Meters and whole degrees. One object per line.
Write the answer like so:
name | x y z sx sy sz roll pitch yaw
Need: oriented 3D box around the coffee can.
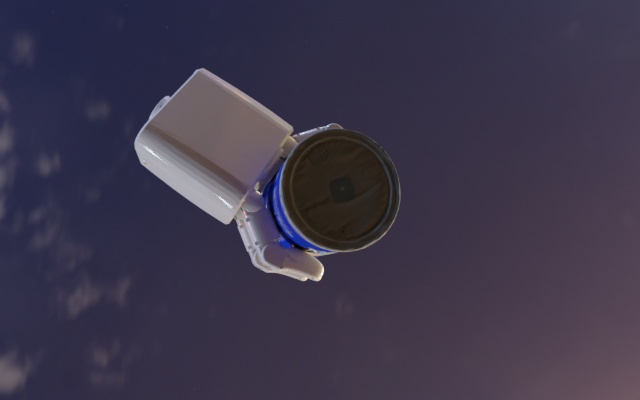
coffee can | 0.000 0.002 0.454 0.103 0.103 0.140 0 -9 -15
